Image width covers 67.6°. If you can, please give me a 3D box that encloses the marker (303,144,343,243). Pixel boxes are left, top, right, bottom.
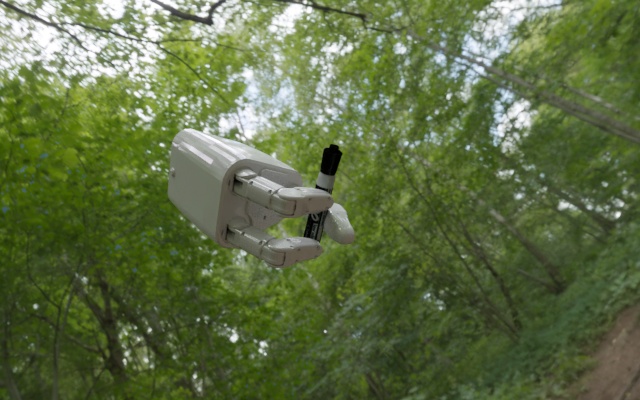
[{"bbox_3d":[0.000,0.002,0.479,0.020,0.121,0.020,11,23,-5],"label":"marker"}]
